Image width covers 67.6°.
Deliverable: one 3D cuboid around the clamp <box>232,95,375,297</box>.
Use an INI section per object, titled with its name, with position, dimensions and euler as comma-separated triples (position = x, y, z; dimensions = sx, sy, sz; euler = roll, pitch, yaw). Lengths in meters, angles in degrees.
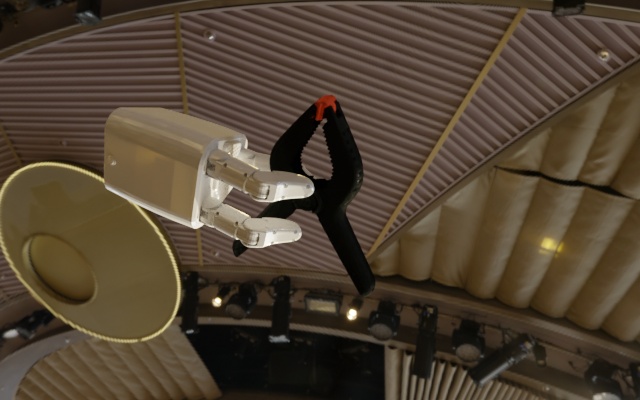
[clamp]
position = 0.000, 0.001, 0.483
dimensions = 0.164, 0.210, 0.036
euler = 21, 31, 7
